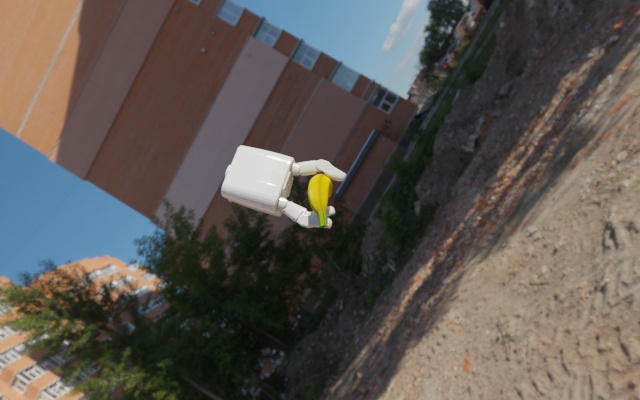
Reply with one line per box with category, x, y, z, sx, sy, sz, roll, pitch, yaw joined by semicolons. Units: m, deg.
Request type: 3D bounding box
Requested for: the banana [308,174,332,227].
banana;0.000;-0.014;0.867;0.037;0.070;0.197;1;16;5
